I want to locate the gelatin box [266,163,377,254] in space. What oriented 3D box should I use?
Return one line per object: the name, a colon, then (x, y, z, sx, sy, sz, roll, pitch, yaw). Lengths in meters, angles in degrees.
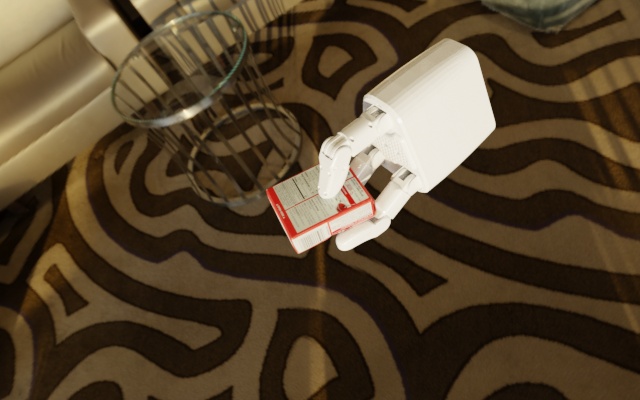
gelatin box: (0.000, 0.001, 0.476, 0.089, 0.073, 0.030, -26, -40, -7)
